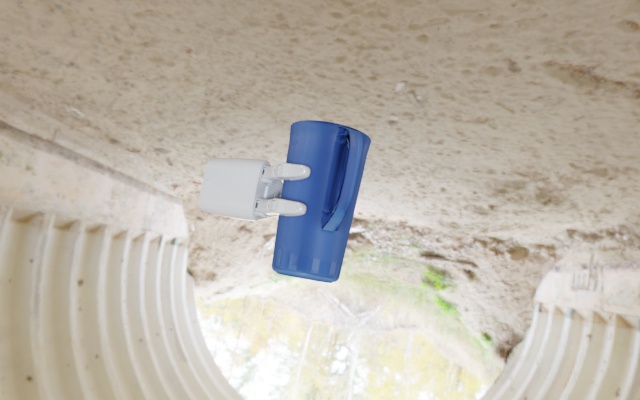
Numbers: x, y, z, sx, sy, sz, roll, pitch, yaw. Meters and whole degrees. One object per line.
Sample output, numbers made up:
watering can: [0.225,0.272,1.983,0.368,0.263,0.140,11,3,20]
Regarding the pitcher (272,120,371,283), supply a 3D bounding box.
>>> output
pitcher: [0.000,0.002,0.752,0.145,0.243,0.149,7,-8,21]
